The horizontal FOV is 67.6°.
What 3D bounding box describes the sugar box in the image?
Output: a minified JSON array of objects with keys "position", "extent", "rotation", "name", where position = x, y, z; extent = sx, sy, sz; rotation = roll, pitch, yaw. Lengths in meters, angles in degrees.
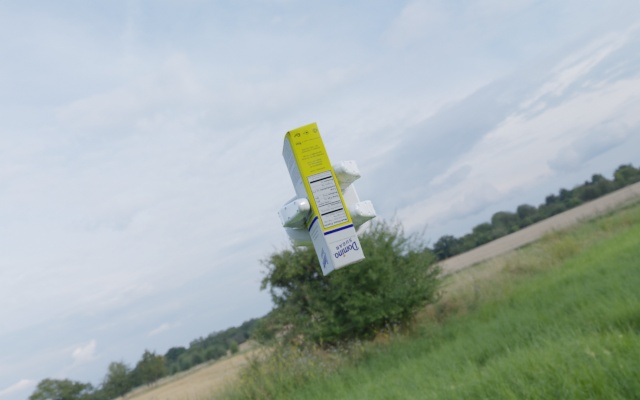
[{"position":[0.001,0.002,0.597],"extent":[0.048,0.176,0.093],"rotation":[-20,-10,-11],"name":"sugar box"}]
